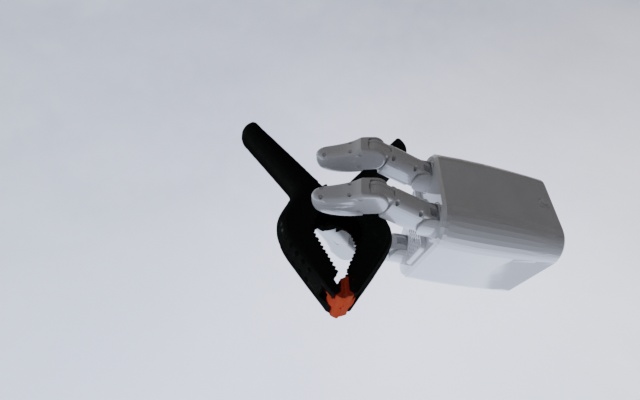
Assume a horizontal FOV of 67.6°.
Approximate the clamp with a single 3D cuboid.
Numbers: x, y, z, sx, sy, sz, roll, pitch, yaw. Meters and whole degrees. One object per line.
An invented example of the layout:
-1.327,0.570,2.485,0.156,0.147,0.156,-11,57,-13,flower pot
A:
0.000,0.002,0.414,0.164,0.036,0.209,9,44,-4,clamp
